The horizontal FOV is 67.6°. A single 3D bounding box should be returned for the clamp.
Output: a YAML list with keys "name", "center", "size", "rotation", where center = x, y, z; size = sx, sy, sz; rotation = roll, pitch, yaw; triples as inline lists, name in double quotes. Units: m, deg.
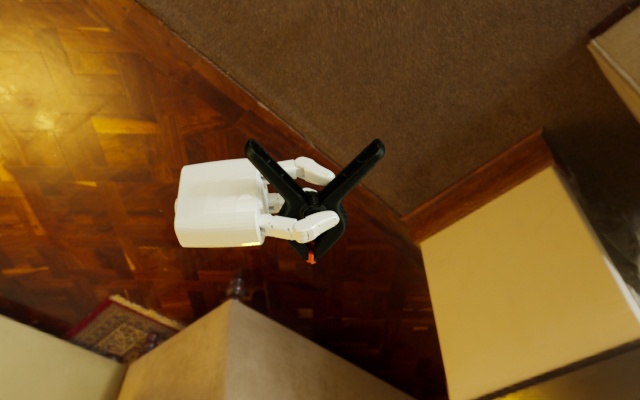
- name: "clamp"
  center: [0.000, 0.003, 0.617]
  size: [0.164, 0.210, 0.036]
  rotation: [-5, 42, 1]
